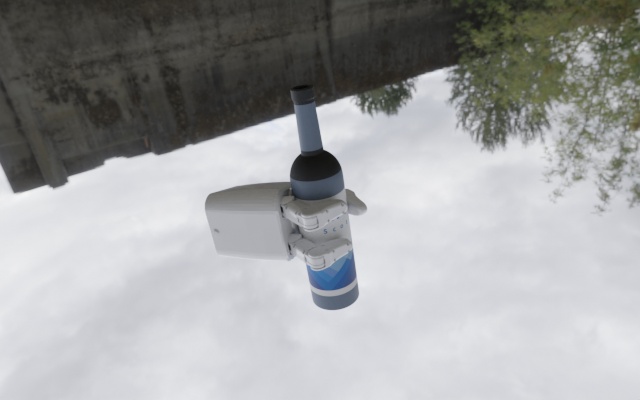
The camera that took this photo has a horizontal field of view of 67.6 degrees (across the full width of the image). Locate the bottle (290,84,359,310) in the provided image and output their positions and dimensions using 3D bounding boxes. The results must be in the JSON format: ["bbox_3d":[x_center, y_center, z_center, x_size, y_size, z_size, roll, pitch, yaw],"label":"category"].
[{"bbox_3d":[0.000,0.002,0.608,0.069,0.296,0.069,-8,25,4],"label":"bottle"}]
